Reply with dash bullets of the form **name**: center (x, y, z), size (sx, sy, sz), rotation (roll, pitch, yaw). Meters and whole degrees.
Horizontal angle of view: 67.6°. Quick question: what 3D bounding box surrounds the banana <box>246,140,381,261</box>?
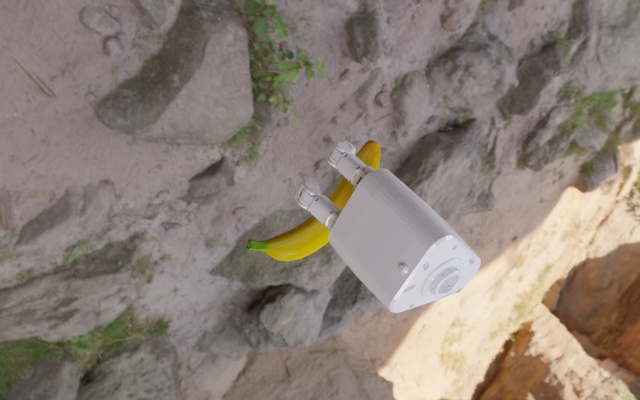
- **banana**: center (0.007, 0.013, 0.571), size (0.070, 0.198, 0.037), rotation (43, 8, -46)
